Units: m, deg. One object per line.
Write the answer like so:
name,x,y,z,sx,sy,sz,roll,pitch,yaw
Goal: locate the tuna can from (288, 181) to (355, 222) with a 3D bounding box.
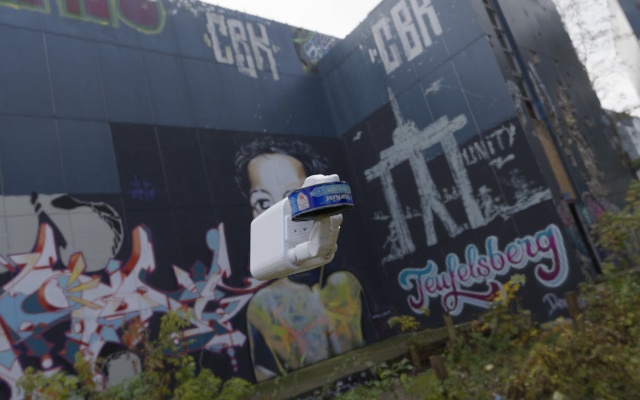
tuna can,0.000,0.002,0.636,0.086,0.033,0.086,-12,-10,-2
